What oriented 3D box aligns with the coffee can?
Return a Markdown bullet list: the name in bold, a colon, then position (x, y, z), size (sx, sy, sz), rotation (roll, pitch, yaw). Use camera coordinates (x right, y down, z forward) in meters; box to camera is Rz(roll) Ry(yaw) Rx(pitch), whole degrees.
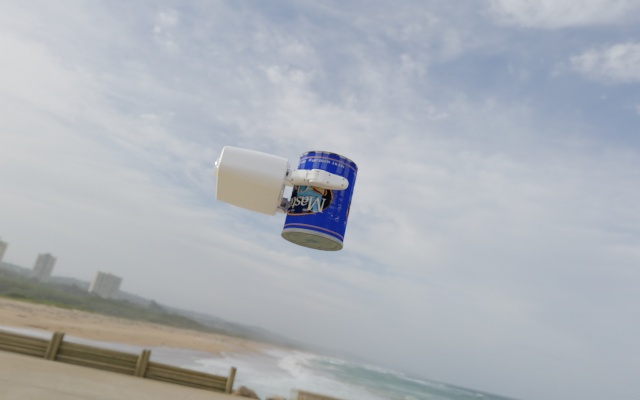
- **coffee can**: position (0.000, 0.003, 0.793), size (0.103, 0.140, 0.103), rotation (11, -18, 4)
